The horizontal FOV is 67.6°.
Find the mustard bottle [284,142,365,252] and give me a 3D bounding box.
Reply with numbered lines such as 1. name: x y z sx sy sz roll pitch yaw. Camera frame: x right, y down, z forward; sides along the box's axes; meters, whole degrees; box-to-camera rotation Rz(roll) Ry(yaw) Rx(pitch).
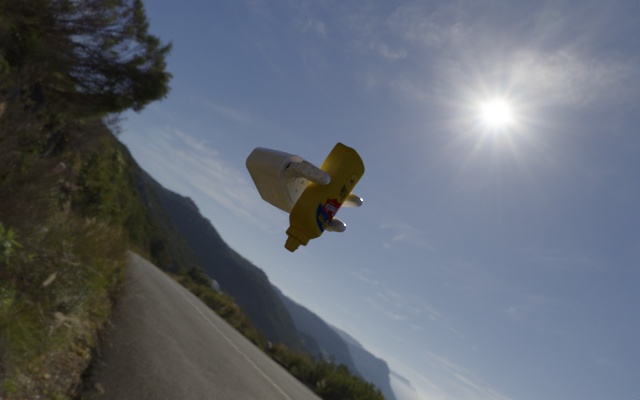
1. mustard bottle: 0.001 0.003 0.791 0.058 0.191 0.096 29 -16 22
